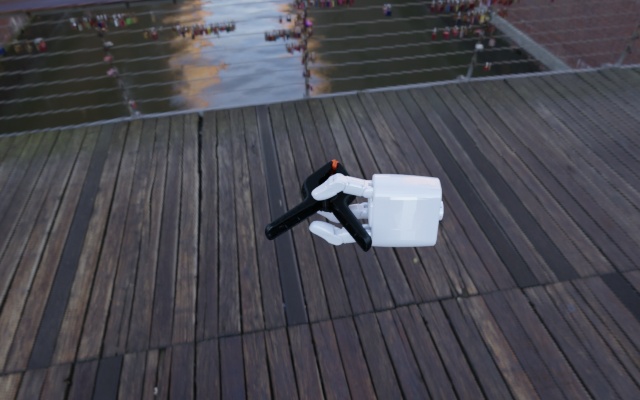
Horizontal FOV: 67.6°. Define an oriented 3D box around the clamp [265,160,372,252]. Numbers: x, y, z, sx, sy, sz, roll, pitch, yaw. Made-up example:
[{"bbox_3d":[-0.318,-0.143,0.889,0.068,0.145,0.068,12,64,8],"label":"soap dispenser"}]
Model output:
[{"bbox_3d":[0.000,0.002,0.792,0.164,0.036,0.209,3,40,1],"label":"clamp"}]
